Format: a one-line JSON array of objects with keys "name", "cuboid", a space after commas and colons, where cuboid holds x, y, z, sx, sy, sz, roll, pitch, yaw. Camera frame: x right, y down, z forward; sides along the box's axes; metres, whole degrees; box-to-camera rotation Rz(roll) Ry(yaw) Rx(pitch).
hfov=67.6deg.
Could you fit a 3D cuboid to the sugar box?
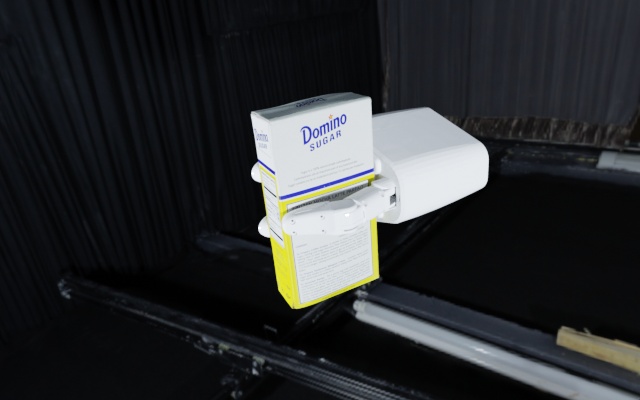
[{"name": "sugar box", "cuboid": [0.000, 0.001, 0.418, 0.093, 0.176, 0.048, -17, 26, -24]}]
